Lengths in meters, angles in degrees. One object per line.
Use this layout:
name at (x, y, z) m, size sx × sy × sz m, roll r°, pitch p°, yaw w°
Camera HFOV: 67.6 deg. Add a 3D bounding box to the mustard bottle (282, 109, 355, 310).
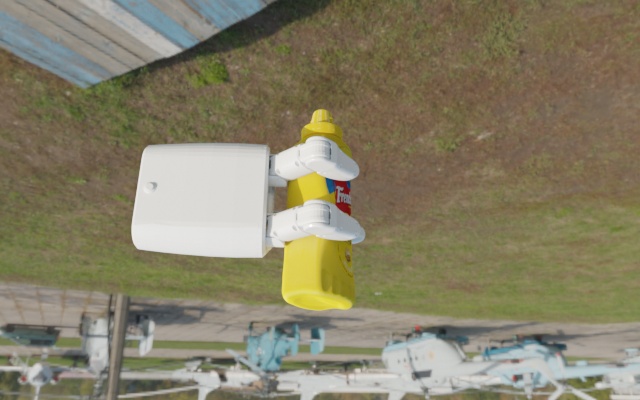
mustard bottle at (0.000, 0.002, 0.449) m, size 0.058 × 0.191 × 0.096 m, roll -7°, pitch -22°, yaw 19°
